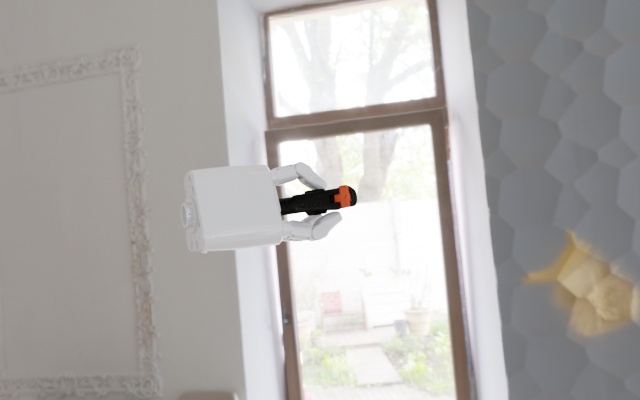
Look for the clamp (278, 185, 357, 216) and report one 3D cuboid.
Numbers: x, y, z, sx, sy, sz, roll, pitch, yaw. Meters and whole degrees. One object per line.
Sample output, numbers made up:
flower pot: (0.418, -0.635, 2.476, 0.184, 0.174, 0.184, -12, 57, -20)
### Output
clamp: (0.000, 0.001, 0.687, 0.164, 0.036, 0.210, -6, -2, -29)
